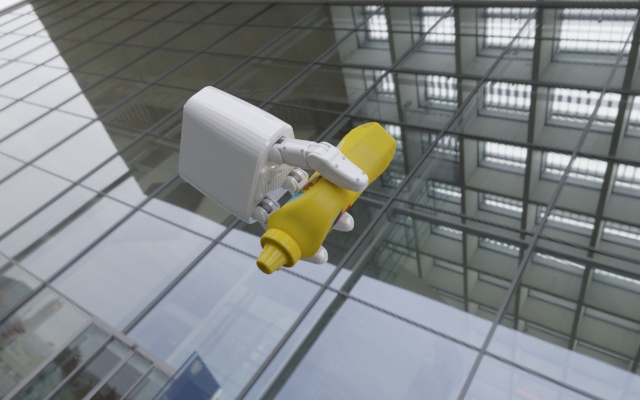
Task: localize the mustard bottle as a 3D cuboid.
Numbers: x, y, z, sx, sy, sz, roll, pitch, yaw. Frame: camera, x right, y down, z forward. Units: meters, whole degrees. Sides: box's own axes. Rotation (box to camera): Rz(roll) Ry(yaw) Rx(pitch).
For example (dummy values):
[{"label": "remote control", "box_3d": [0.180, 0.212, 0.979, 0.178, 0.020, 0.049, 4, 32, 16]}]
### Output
[{"label": "mustard bottle", "box_3d": [0.000, 0.002, 0.488, 0.191, 0.058, 0.096, -48, 5, -33]}]
